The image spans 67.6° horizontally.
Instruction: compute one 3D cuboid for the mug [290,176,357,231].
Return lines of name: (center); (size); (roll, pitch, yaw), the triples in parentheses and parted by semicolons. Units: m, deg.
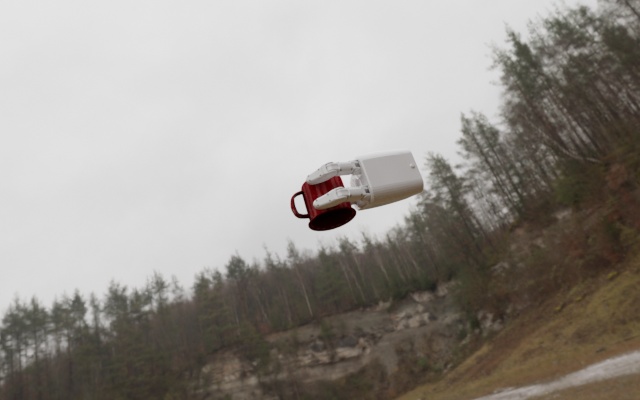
mug: (-0.001, 0.003, 0.891); (0.117, 0.081, 0.093); (-9, -26, -17)
